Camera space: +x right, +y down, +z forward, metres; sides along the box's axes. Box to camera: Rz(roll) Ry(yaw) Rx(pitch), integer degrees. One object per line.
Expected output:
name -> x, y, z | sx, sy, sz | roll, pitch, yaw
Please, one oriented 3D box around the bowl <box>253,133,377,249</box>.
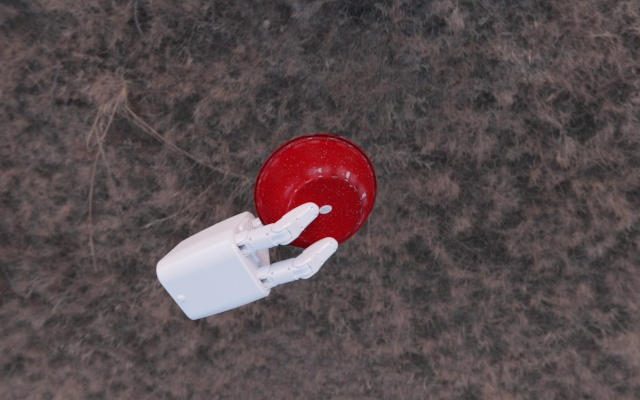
bowl -> 0.001, 0.001, 0.589 | 0.162, 0.162, 0.055 | 0, 25, -13
